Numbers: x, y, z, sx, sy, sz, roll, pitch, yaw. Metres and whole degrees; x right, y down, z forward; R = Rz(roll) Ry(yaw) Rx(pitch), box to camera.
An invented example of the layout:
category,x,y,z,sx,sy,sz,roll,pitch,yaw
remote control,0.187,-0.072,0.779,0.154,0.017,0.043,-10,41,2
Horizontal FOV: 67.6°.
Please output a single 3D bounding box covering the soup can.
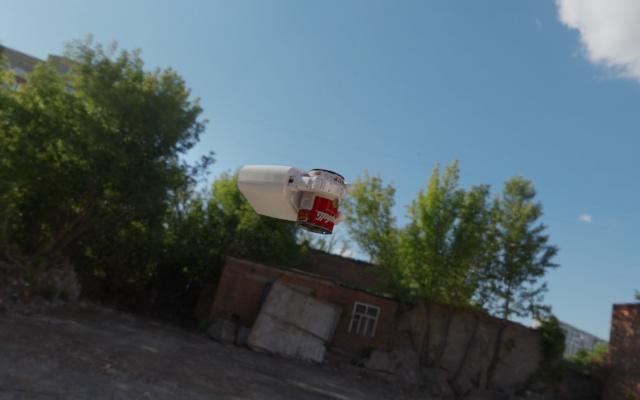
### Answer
category,x,y,z,sx,sy,sz,roll,pitch,yaw
soup can,0.001,0.002,0.846,0.068,0.102,0.068,13,-14,4
